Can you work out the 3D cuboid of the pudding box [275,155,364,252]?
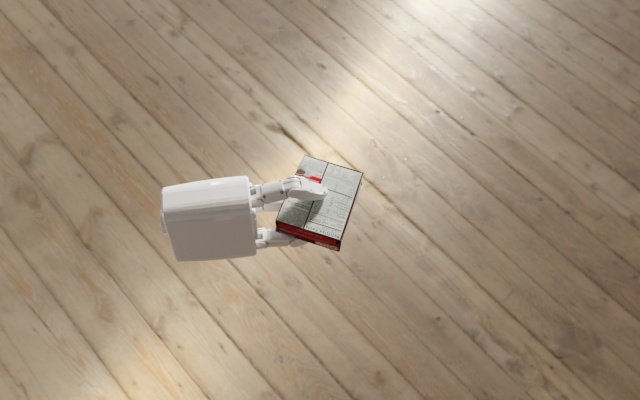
[{"bbox_3d":[0.000,0.002,0.634,0.090,0.113,0.039,18,-27,5],"label":"pudding box"}]
